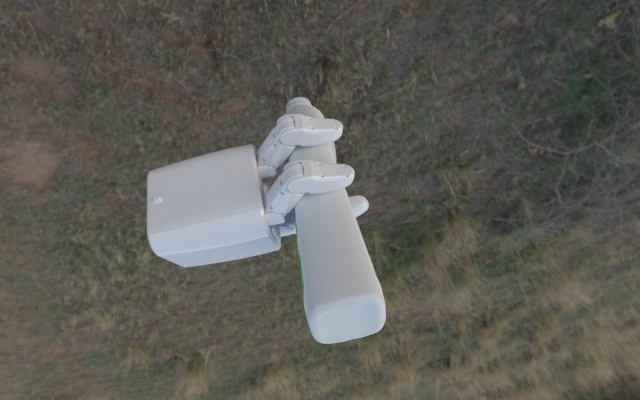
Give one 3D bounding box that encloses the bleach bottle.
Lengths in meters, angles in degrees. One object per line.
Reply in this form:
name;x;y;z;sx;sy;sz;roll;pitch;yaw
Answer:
bleach bottle;0.000;0.002;0.470;0.068;0.250;0.103;-12;-34;-1
